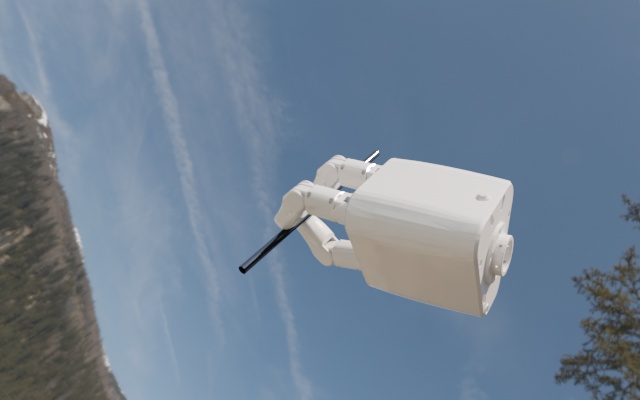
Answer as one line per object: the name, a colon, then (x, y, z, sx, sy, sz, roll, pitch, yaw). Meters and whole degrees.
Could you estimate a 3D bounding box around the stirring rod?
stirring rod: (0.000, 0.002, 0.487, 0.011, 0.011, 0.239, 0, 29, 39)
